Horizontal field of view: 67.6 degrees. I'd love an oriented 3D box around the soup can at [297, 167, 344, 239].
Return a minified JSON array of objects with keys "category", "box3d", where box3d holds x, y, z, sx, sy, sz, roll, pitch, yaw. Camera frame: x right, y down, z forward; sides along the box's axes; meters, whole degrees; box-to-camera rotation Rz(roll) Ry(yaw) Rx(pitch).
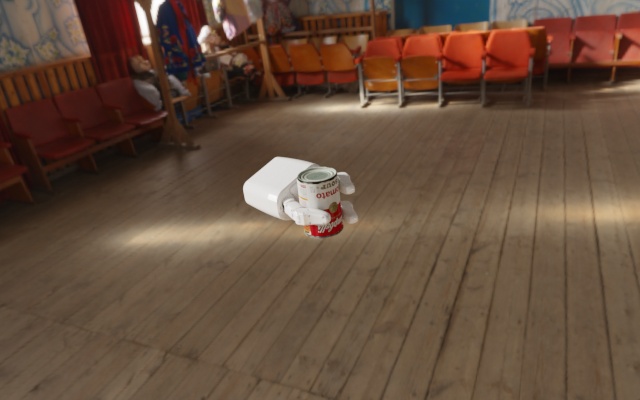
[{"category":"soup can","box3d":[0.000,0.002,0.792,0.068,0.102,0.068,-6,25,3]}]
